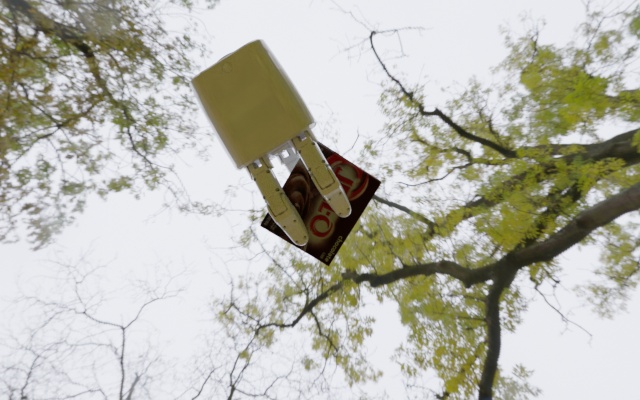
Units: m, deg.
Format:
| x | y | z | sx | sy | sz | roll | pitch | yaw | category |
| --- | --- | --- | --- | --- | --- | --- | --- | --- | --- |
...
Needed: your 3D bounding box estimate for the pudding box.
| x | y | z | sx | sy | sz | roll | pitch | yaw | category |
| --- | --- | --- | --- | --- | --- | --- | --- | --- | --- |
| 0.000 | 0.002 | 0.532 | 0.090 | 0.113 | 0.039 | 31 | 7 | -4 | pudding box |
